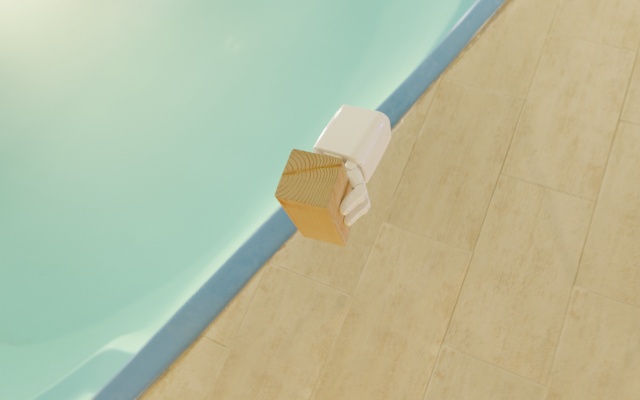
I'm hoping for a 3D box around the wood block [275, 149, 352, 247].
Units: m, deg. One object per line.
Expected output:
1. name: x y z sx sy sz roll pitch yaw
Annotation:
1. wood block: 0.000 0.002 0.843 0.091 0.090 0.206 14 -19 17
